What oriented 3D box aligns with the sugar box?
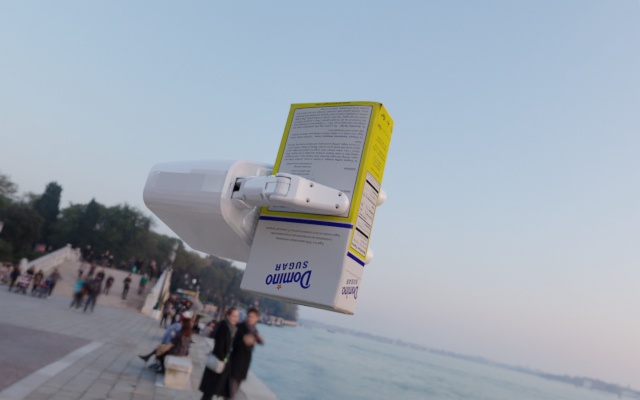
[{"bbox_3d":[0.000,0.001,0.410,0.093,0.176,0.048,5,-16,31],"label":"sugar box"}]
